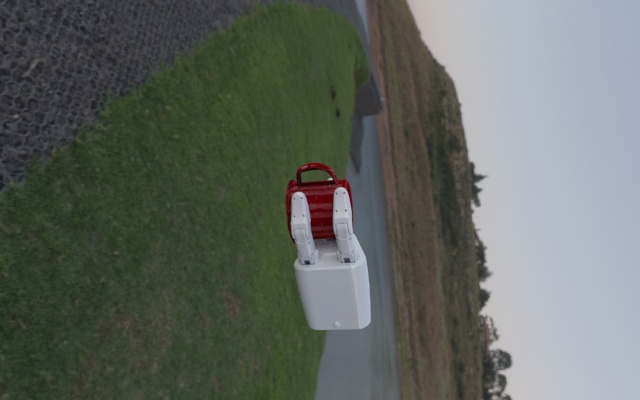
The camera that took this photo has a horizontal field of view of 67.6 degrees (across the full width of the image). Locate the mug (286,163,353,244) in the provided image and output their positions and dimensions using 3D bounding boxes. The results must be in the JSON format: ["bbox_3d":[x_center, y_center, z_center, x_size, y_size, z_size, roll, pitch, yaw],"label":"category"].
[{"bbox_3d":[0.000,0.001,0.665,0.081,0.117,0.093,-4,24,10],"label":"mug"}]
